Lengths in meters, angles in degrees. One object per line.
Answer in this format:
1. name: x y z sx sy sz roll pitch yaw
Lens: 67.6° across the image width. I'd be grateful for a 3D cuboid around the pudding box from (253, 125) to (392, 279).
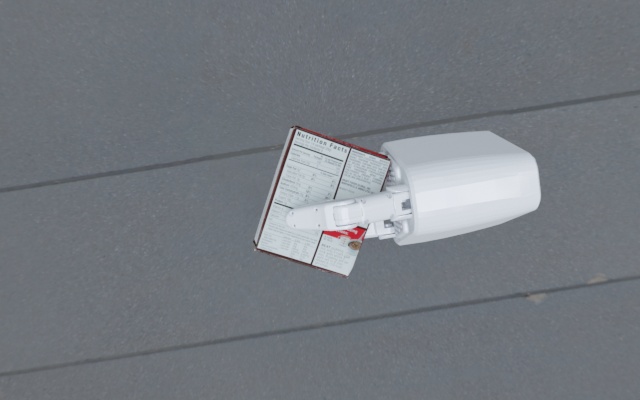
1. pudding box: 0.000 0.001 0.415 0.090 0.113 0.039 19 3 -9
